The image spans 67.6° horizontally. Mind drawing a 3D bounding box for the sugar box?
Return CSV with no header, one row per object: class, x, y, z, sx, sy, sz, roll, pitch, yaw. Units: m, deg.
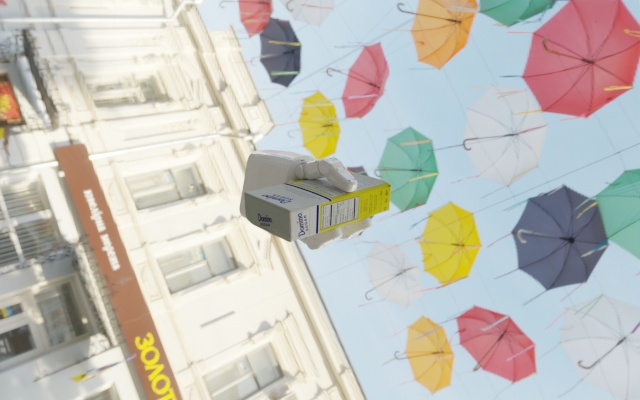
sugar box,0.000,0.002,0.618,0.176,0.048,0.093,-17,26,-38
